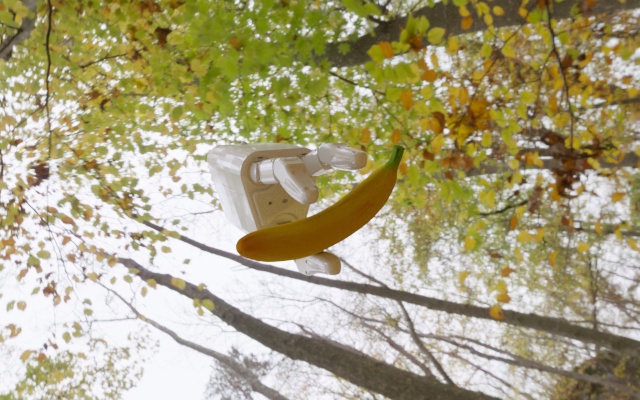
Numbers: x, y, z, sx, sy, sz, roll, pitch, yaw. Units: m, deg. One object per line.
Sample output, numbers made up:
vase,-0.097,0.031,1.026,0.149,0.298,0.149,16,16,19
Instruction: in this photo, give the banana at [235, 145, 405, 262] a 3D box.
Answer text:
banana,0.007,0.015,0.471,0.197,0.070,0.037,-33,36,-23
